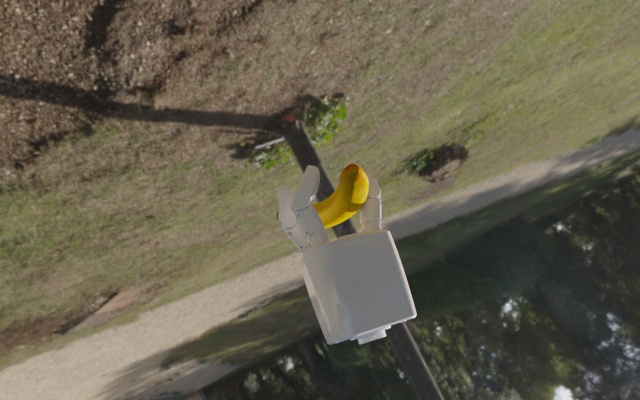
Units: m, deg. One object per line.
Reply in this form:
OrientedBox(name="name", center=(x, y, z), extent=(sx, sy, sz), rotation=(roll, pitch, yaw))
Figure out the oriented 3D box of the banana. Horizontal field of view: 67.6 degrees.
OrientedBox(name="banana", center=(0.015, 0.004, 0.600), extent=(0.069, 0.037, 0.198), rotation=(4, -21, -29))
